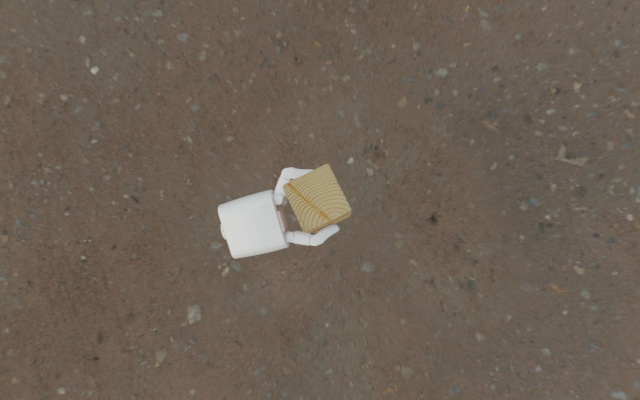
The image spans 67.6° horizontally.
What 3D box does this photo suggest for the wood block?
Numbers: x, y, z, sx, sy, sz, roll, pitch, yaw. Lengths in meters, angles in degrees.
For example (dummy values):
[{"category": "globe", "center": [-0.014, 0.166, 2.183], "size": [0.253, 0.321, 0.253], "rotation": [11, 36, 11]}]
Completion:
[{"category": "wood block", "center": [0.000, 0.003, 0.896], "size": [0.090, 0.091, 0.206], "rotation": [-26, -5, 2]}]
